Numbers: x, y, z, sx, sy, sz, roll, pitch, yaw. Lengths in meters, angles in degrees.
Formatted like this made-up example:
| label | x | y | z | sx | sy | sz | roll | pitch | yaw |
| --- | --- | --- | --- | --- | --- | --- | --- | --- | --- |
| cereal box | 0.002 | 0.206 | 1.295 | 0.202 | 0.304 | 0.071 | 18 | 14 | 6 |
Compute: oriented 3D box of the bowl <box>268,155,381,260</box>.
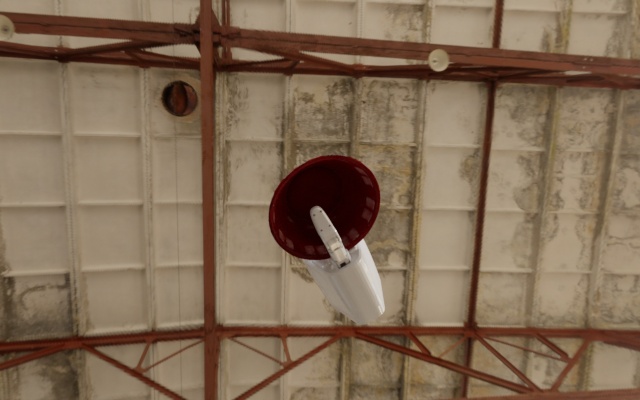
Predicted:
| label | x | y | z | sx | sy | sz | roll | pitch | yaw |
| --- | --- | --- | --- | --- | --- | --- | --- | --- | --- |
| bowl | 0.000 | 0.001 | 0.671 | 0.162 | 0.162 | 0.055 | 0 | 27 | -21 |
